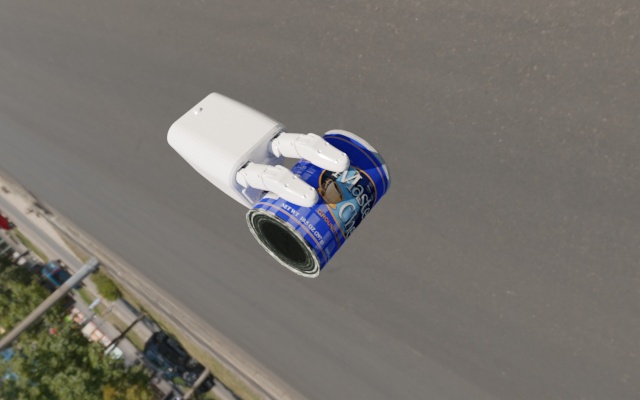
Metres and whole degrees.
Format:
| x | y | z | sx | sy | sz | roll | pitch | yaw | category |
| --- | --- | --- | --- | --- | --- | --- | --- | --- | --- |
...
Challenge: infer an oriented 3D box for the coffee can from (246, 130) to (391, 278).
| x | y | z | sx | sy | sz | roll | pitch | yaw | category |
| --- | --- | --- | --- | --- | --- | --- | --- | --- | --- |
| 0.000 | 0.002 | 0.545 | 0.103 | 0.103 | 0.140 | 0 | 41 | 53 | coffee can |
